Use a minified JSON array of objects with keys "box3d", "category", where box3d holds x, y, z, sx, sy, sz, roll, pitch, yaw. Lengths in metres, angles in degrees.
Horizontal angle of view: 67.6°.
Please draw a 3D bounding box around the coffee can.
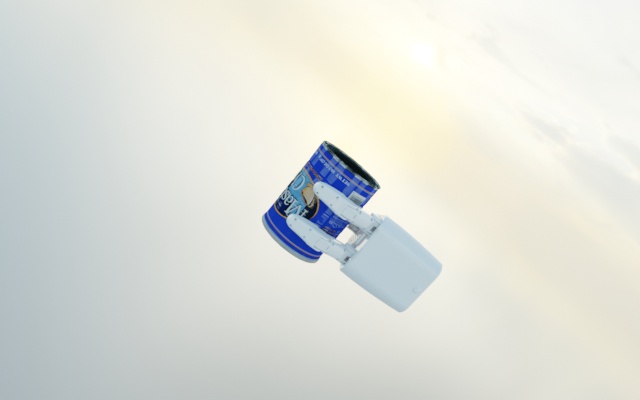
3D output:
[{"box3d":[0.000,0.002,0.666,0.103,0.140,0.102,37,14,-11],"category":"coffee can"}]
